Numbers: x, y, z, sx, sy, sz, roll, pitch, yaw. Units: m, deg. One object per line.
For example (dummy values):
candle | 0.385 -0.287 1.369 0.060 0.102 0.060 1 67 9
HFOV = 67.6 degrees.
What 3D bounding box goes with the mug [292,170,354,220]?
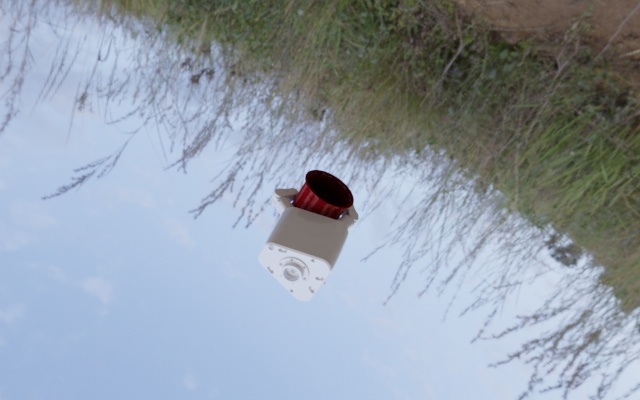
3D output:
mug | 0.000 0.002 0.824 0.093 0.081 0.117 33 32 -2
